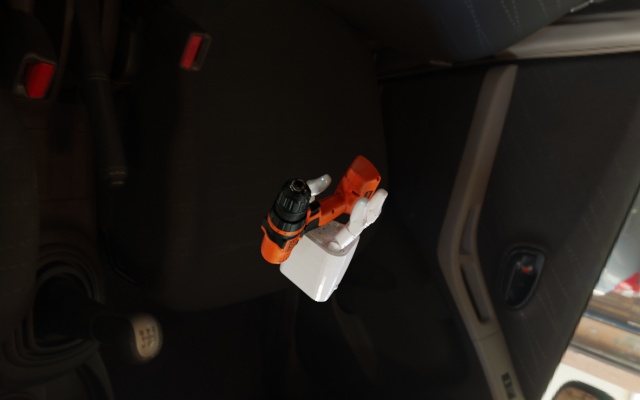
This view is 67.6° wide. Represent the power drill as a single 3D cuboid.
[{"bbox_3d":[0.000,0.002,0.701,0.187,0.057,0.184,-28,-20,-31],"label":"power drill"}]
